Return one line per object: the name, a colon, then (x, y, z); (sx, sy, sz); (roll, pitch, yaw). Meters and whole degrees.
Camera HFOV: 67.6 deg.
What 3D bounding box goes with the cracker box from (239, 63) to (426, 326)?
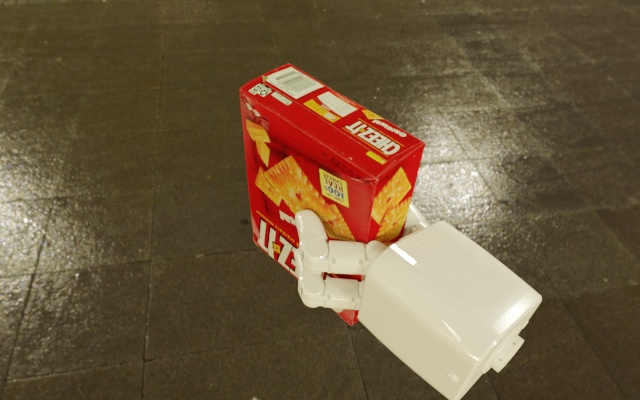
cracker box: (0.000, 0.001, 0.468); (0.072, 0.214, 0.164); (-34, 56, -31)
